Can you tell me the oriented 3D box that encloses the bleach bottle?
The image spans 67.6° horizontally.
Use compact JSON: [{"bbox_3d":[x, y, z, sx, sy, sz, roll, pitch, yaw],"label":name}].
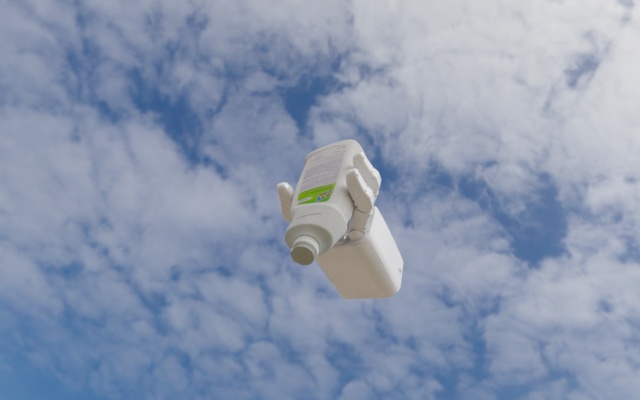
[{"bbox_3d":[0.000,0.002,0.656,0.102,0.068,0.250,-19,24,25],"label":"bleach bottle"}]
